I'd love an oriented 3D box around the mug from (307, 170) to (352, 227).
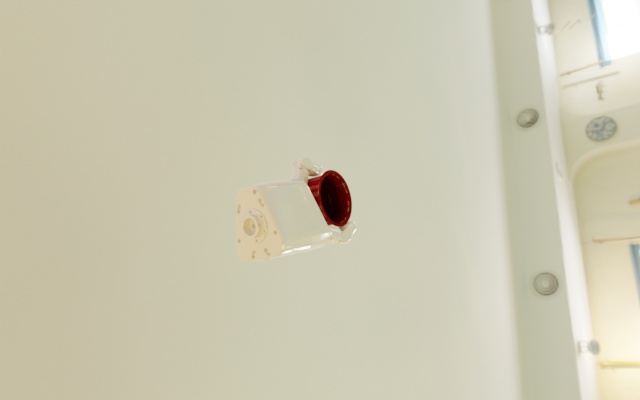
[{"bbox_3d":[0.001,0.002,0.799,0.081,0.093,0.117,-12,-4,35],"label":"mug"}]
